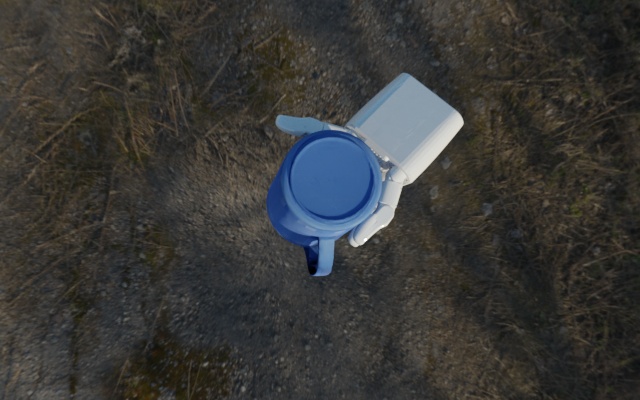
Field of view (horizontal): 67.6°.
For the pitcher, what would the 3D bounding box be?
[{"bbox_3d":[0.000,0.002,0.605,0.149,0.145,0.243,44,-9,0],"label":"pitcher"}]
